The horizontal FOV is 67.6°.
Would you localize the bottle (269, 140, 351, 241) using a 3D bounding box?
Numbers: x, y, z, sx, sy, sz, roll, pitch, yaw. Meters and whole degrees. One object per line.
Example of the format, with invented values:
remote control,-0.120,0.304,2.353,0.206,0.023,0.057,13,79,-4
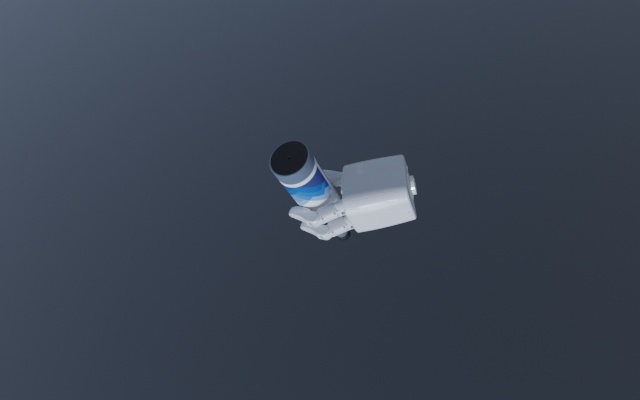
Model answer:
bottle,0.000,0.003,0.848,0.069,0.069,0.296,0,-27,22
